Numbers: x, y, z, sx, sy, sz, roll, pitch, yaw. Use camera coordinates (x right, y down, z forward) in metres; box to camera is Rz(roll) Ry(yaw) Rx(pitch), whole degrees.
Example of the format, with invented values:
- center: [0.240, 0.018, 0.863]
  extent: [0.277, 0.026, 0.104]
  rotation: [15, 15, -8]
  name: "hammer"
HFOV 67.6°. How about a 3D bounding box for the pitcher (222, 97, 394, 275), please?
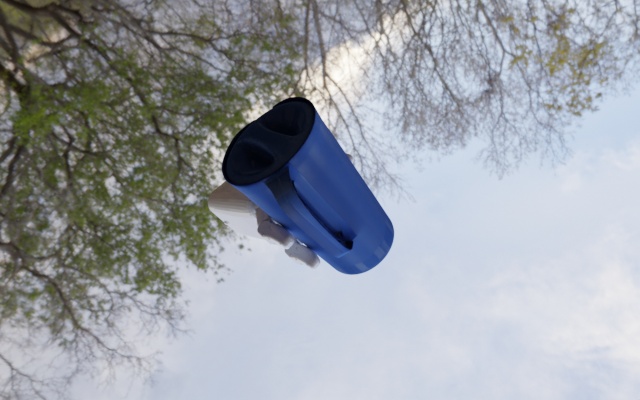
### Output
- center: [0.000, 0.002, 0.612]
  extent: [0.145, 0.149, 0.243]
  rotation: [4, -33, 43]
  name: "pitcher"
